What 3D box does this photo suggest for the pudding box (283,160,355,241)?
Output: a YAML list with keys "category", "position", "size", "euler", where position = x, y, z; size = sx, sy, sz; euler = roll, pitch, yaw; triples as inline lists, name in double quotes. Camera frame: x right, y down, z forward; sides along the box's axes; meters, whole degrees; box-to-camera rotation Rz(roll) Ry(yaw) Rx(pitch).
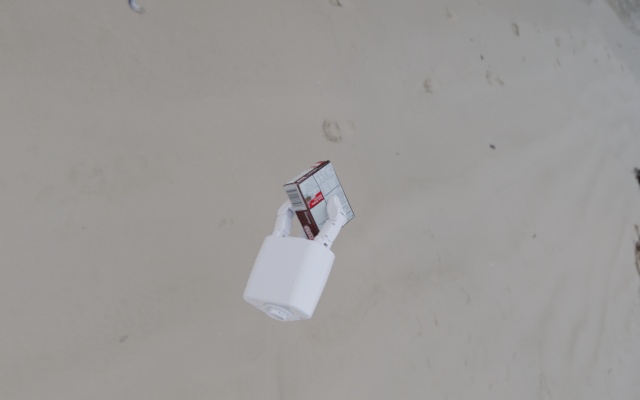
- category: "pudding box"
  position: [0.000, 0.003, 0.791]
  size: [0.039, 0.113, 0.090]
  euler: [-5, 25, 45]
